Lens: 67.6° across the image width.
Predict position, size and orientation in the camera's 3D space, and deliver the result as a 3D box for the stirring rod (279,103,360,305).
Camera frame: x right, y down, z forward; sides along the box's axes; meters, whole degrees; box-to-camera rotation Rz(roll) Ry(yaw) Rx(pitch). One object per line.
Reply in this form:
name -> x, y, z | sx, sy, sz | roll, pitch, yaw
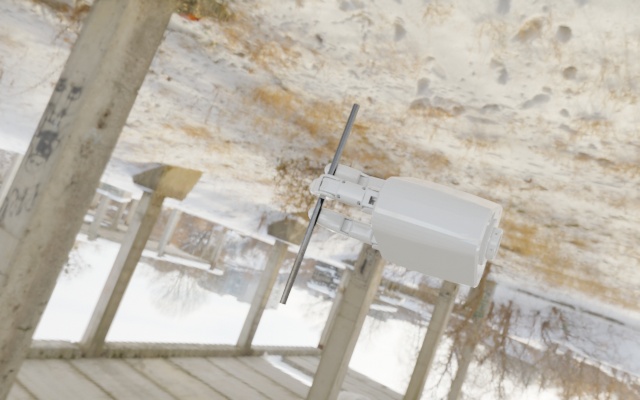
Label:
stirring rod -> 0.000, 0.002, 0.538 | 0.011, 0.239, 0.011 | 20, -6, 2
